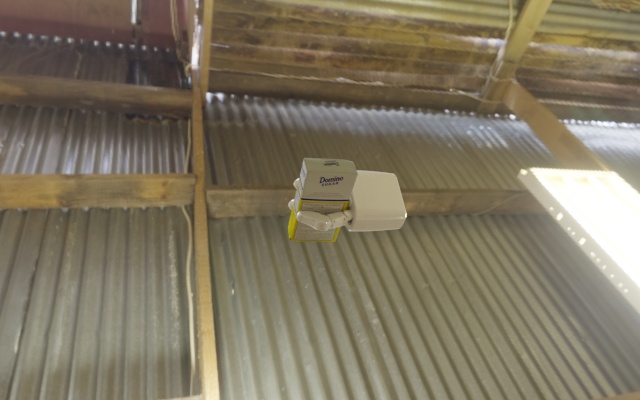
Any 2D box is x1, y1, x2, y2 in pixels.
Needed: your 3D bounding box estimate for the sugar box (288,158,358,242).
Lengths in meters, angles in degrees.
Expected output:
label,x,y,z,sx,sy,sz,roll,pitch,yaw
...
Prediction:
label,x,y,z,sx,sy,sz,roll,pitch,yaw
sugar box,0.000,0.003,0.874,0.093,0.176,0.048,2,41,-16
